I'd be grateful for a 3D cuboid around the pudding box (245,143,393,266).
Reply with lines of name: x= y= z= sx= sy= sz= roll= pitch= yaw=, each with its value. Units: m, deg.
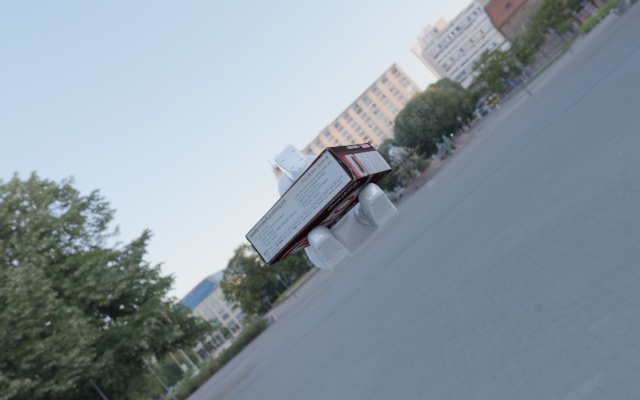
pudding box: x=0.000 y=0.001 z=0.412 sx=0.113 sy=0.039 sz=0.090 roll=-47 pitch=-12 yaw=25
